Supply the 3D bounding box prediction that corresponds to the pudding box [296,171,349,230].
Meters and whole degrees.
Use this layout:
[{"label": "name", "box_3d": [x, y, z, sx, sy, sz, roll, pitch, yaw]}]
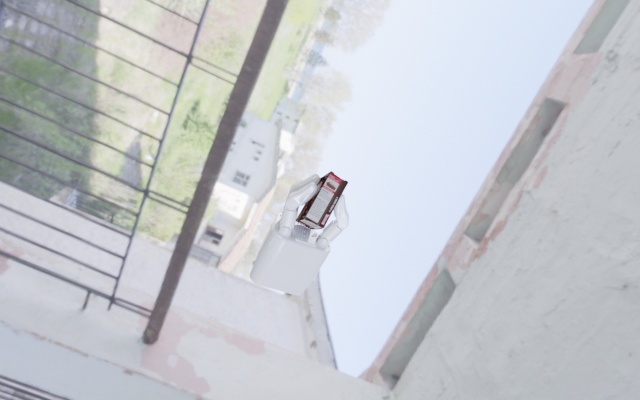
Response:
[{"label": "pudding box", "box_3d": [0.000, 0.003, 0.802, 0.039, 0.090, 0.113, 30, -8, -9]}]
